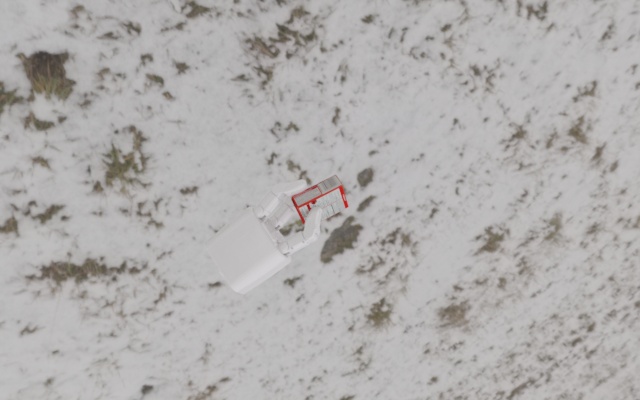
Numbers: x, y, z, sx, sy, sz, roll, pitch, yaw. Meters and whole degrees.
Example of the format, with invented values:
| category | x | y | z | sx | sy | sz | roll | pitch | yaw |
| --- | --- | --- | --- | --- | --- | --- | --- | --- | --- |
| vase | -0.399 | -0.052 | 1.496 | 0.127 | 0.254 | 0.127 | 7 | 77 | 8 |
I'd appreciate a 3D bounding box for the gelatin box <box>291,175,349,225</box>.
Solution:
| category | x | y | z | sx | sy | sz | roll | pitch | yaw |
| --- | --- | --- | --- | --- | --- | --- | --- | --- | --- |
| gelatin box | 0.001 | 0.003 | 0.835 | 0.089 | 0.030 | 0.073 | -27 | -35 | -3 |
